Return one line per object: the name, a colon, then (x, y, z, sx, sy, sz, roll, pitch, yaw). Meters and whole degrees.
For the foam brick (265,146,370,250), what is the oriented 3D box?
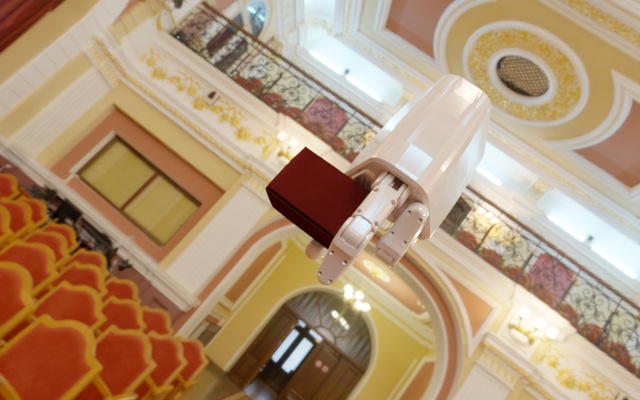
foam brick: (0.000, 0.001, 0.414, 0.078, 0.051, 0.053, 37, -14, 10)
